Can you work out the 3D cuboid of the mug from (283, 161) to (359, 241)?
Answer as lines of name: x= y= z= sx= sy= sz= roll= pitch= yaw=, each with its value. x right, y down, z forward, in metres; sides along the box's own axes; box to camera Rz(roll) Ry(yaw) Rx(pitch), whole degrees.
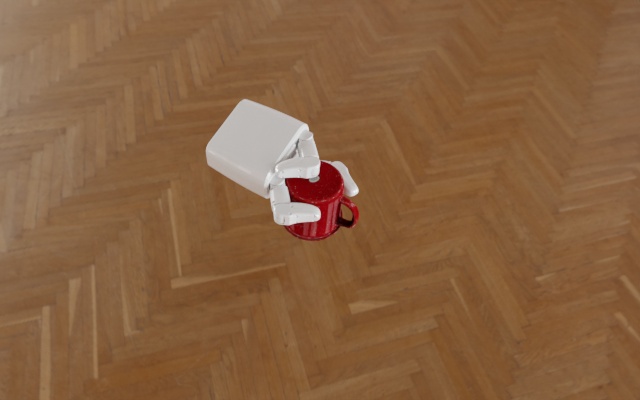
mug: x=0.001 y=0.003 z=0.674 sx=0.117 sy=0.093 sz=0.082 roll=26 pitch=-36 yaw=15
